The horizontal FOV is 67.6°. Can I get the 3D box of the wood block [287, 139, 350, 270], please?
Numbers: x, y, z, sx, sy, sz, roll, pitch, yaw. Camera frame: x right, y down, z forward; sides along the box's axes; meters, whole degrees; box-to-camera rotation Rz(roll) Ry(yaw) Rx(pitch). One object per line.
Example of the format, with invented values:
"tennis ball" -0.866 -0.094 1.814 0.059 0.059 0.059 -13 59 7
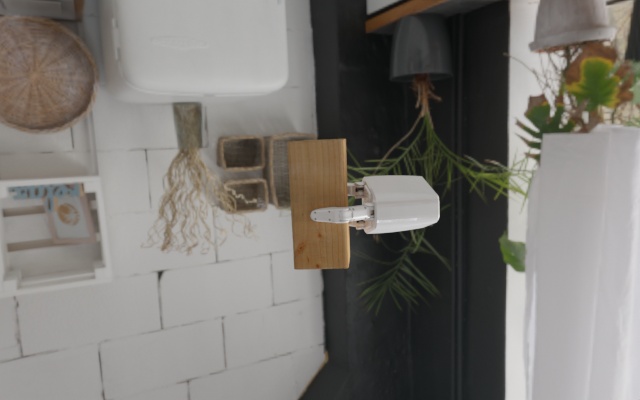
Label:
"wood block" 0.001 0.003 0.795 0.090 0.206 0.091 -2 7 5
